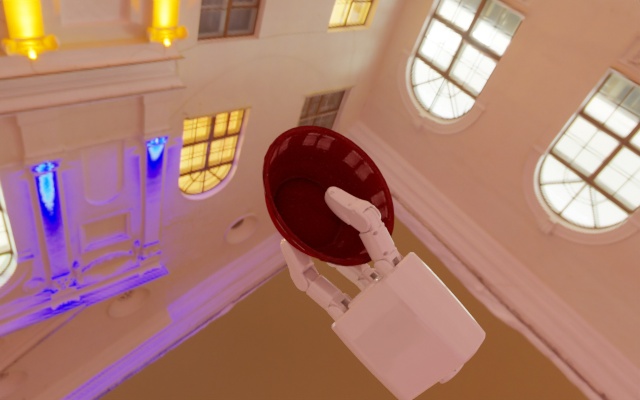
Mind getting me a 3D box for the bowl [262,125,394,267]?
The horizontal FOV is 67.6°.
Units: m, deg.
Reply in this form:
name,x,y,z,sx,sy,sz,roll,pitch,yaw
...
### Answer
name,x,y,z,sx,sy,sz,roll,pitch,yaw
bowl,-0.001,0.001,0.513,0.162,0.162,0.055,0,-25,-35
